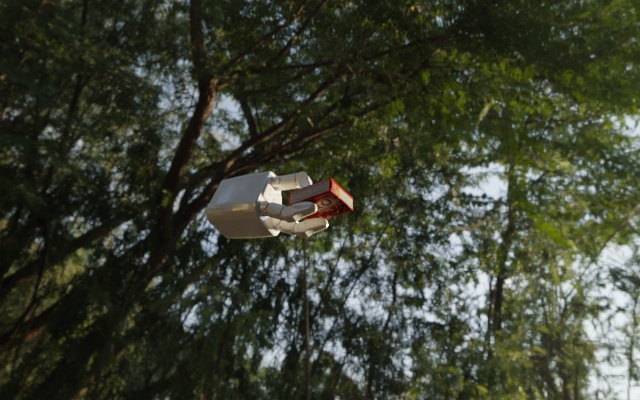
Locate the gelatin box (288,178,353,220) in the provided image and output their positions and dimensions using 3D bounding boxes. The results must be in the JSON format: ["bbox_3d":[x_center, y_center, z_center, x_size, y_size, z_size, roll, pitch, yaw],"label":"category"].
[{"bbox_3d":[0.000,0.002,0.819,0.089,0.030,0.073,-19,-38,28],"label":"gelatin box"}]
